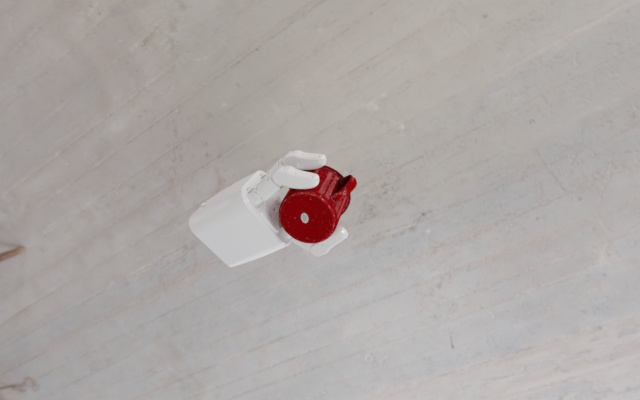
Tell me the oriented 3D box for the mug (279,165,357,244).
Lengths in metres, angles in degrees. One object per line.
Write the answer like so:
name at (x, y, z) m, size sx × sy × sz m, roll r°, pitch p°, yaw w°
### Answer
mug at (0.001, 0.002, 0.661) m, size 0.117 × 0.093 × 0.081 m, roll -27°, pitch 17°, yaw 24°
